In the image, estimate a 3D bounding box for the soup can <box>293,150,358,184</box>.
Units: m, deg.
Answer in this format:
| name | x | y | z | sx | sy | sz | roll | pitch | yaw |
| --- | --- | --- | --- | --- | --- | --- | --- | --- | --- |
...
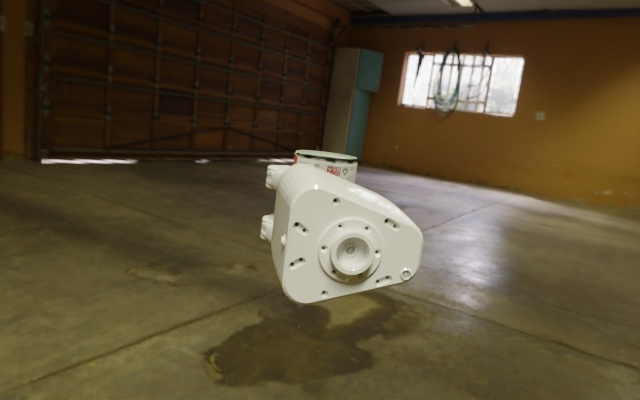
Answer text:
| name | x | y | z | sx | sy | sz | roll | pitch | yaw |
| --- | --- | --- | --- | --- | --- | --- | --- | --- | --- |
| soup can | 0.000 | 0.001 | 0.505 | 0.068 | 0.102 | 0.068 | 7 | 10 | -1 |
